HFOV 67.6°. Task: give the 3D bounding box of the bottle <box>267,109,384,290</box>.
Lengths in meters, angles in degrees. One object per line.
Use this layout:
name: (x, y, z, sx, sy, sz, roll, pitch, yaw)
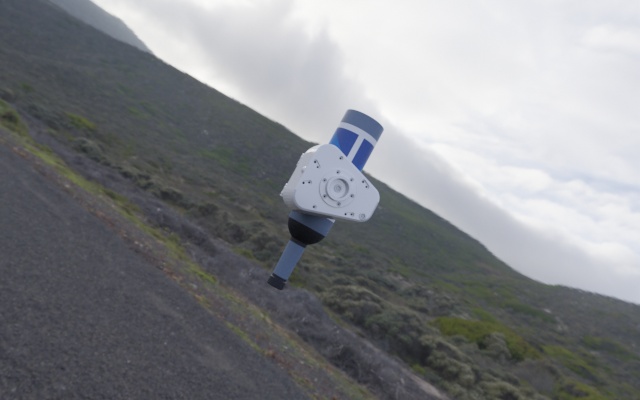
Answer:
bottle: (0.000, 0.002, 0.741, 0.069, 0.295, 0.069, 29, -4, 2)
